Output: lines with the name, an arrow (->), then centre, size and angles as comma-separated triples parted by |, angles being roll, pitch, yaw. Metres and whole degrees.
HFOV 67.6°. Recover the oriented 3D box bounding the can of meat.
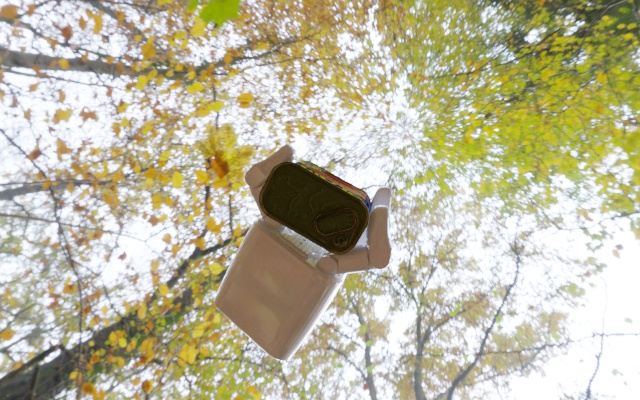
can of meat -> 0.000, 0.001, 0.477 | 0.102, 0.057, 0.084 | 29, 12, 5
